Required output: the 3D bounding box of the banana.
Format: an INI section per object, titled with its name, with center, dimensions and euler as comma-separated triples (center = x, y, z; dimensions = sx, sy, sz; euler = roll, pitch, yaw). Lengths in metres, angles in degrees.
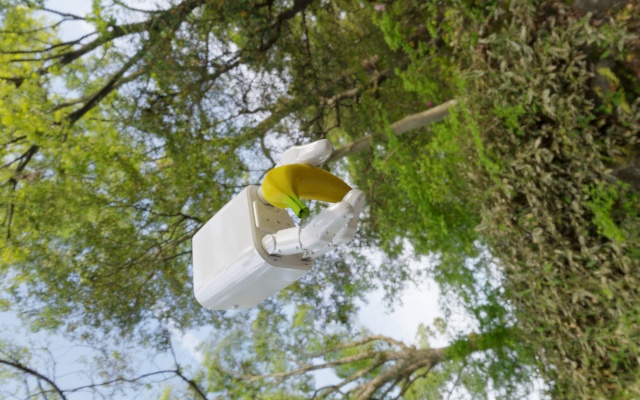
[banana]
center = -0.014, -0.011, 0.505
dimensions = 0.069, 0.037, 0.198
euler = 44, 17, 10
